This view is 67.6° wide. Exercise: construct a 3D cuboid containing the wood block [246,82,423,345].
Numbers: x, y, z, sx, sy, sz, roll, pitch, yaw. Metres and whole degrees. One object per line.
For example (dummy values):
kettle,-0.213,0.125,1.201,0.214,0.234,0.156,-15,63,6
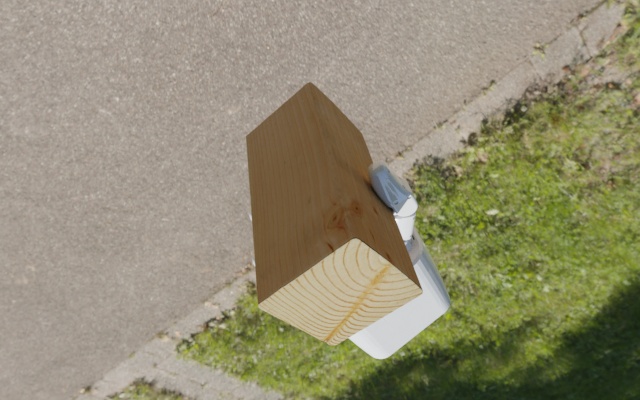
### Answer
wood block,0.001,0.001,0.412,0.091,0.206,0.090,-36,-51,19
